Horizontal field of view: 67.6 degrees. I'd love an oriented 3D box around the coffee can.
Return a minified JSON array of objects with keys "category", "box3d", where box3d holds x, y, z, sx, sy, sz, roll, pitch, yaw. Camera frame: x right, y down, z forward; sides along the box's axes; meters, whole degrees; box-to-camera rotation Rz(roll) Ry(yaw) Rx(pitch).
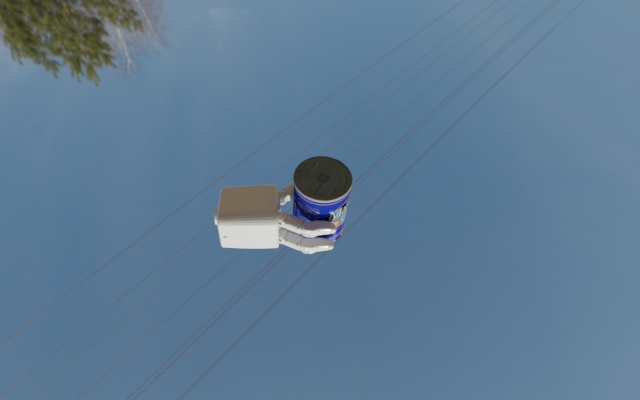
[{"category":"coffee can","box3d":[0.000,0.003,0.879,0.103,0.102,0.140,0,-38,-5]}]
